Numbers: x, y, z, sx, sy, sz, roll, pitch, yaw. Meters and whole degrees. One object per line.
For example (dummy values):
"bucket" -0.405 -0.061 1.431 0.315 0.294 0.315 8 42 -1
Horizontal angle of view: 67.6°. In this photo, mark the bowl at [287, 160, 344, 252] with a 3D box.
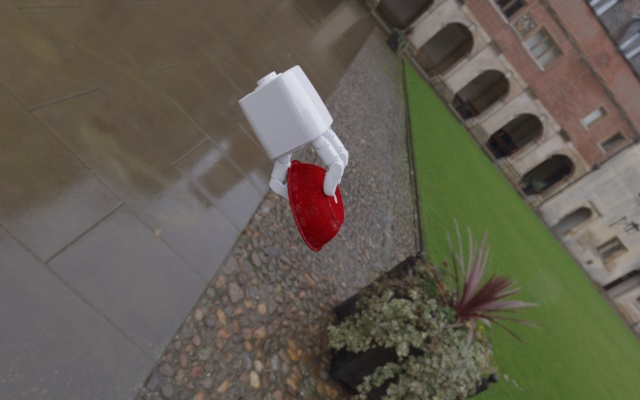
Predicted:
"bowl" 0.001 0.004 0.807 0.055 0.162 0.162 -14 -4 15
